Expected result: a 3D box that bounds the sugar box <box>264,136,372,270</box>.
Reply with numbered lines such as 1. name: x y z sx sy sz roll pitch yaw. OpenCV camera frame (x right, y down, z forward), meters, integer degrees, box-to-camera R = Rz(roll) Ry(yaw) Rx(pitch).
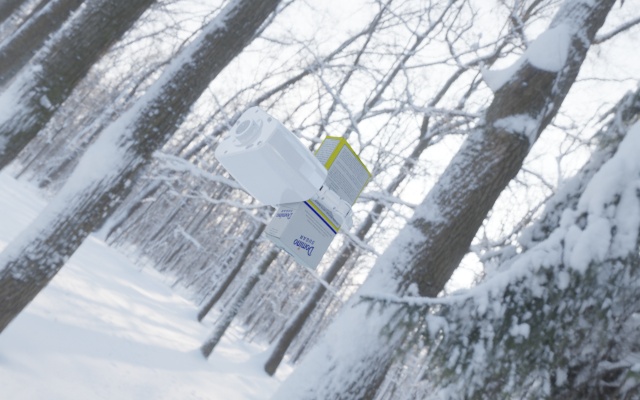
1. sugar box: 0.000 0.002 0.698 0.048 0.176 0.093 16 -24 47
